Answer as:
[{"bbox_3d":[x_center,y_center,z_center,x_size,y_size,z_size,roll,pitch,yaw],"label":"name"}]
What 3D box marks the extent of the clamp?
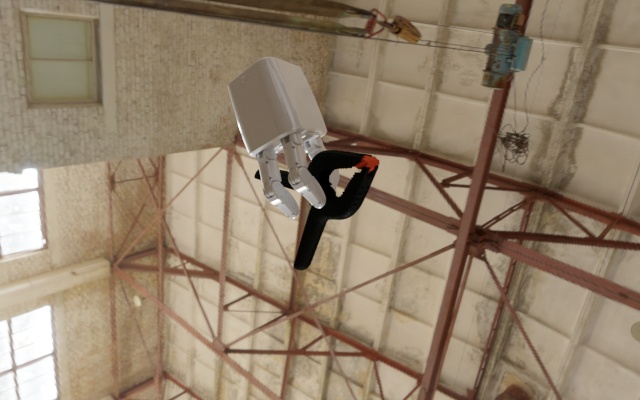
[{"bbox_3d":[0.001,0.002,0.654,0.210,0.164,0.036,-23,-4,42],"label":"clamp"}]
